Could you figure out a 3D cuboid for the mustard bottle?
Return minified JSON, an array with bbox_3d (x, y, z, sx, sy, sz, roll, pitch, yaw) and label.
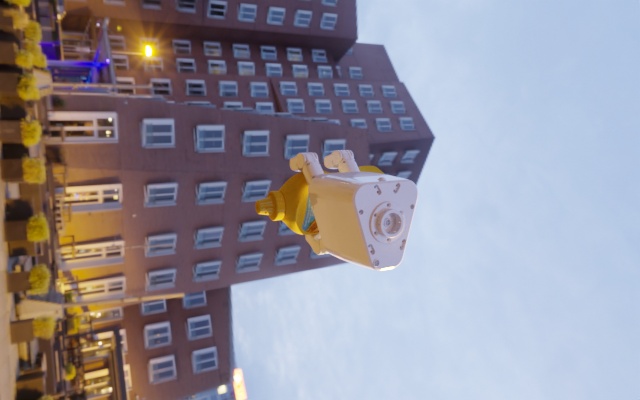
[{"bbox_3d":[0.000,0.002,0.685,0.191,0.096,0.058,-5,33,-27],"label":"mustard bottle"}]
